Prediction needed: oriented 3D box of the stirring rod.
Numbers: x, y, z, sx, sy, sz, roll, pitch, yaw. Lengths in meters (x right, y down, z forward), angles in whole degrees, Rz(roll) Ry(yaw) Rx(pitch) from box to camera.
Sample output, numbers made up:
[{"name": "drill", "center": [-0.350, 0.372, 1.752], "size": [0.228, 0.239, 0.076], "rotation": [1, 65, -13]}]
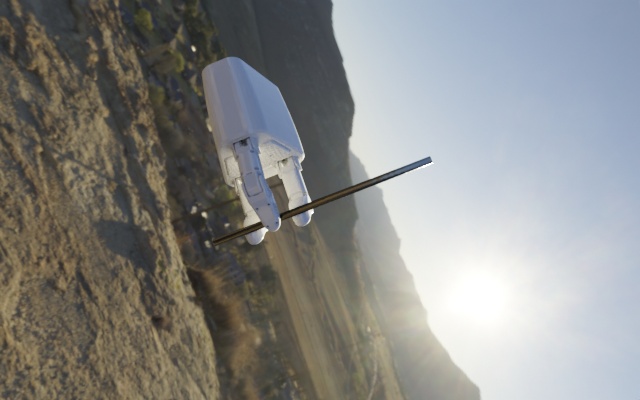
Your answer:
[{"name": "stirring rod", "center": [0.000, 0.002, 0.493], "size": [0.239, 0.011, 0.011], "rotation": [-21, -2, 5]}]
